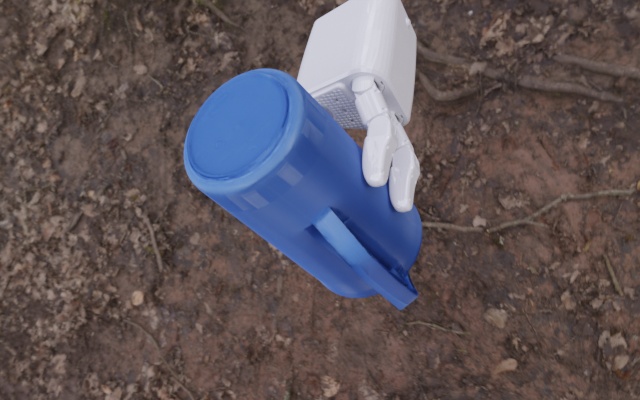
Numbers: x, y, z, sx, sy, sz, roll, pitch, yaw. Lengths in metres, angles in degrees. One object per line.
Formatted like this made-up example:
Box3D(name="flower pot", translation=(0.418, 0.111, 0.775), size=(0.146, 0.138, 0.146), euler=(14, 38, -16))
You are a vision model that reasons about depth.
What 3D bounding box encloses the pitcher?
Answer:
Box3D(name="pitcher", translation=(0.000, 0.001, 0.431), size=(0.149, 0.145, 0.243), euler=(0, -24, 31))
